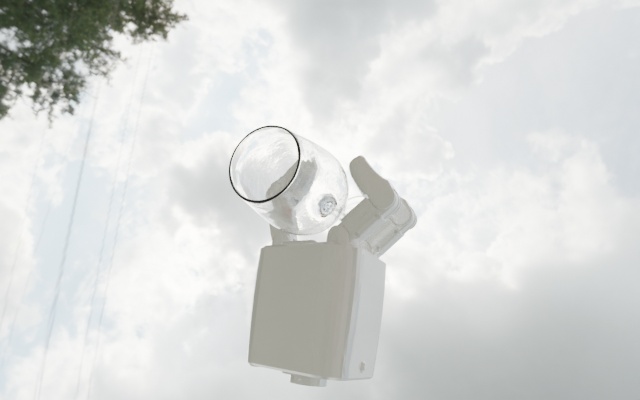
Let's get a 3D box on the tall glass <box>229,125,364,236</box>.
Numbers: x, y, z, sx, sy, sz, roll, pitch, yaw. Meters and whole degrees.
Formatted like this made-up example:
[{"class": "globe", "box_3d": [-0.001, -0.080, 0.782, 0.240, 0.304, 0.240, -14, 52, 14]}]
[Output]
[{"class": "tall glass", "box_3d": [0.000, 0.001, 0.436, 0.079, 0.079, 0.201, 0, -17, 26]}]
